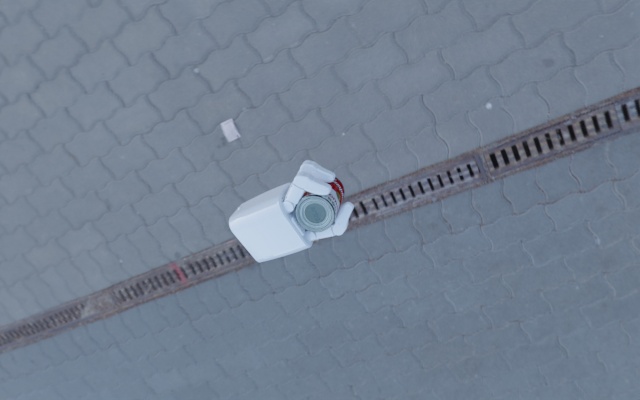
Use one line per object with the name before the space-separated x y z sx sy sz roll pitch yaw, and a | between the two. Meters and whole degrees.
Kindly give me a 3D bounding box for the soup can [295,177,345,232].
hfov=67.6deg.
soup can | 0.001 0.003 0.812 0.068 0.068 0.102 0 23 12
